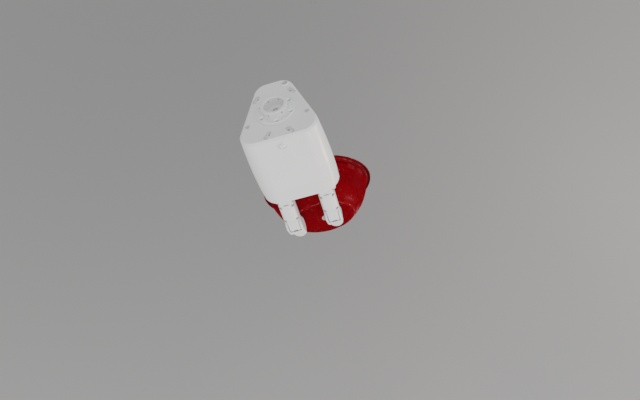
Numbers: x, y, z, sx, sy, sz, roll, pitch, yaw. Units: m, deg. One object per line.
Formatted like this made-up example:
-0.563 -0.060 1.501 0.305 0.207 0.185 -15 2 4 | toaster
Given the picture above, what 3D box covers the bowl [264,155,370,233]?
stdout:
0.001 0.003 0.704 0.162 0.055 0.162 -9 -29 -5 | bowl
